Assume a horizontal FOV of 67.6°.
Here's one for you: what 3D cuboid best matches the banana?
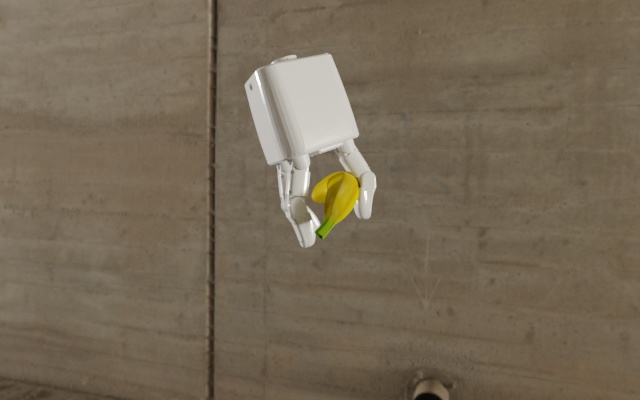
[{"bbox_3d":[0.015,-0.008,0.596,0.069,0.037,0.197,-36,9,6],"label":"banana"}]
